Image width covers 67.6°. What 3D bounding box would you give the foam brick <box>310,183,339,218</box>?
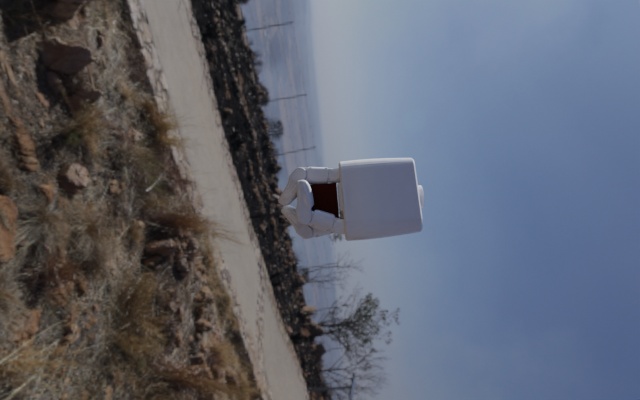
[{"bbox_3d":[0.000,0.002,0.704,0.051,0.053,0.078,-5,1,1],"label":"foam brick"}]
